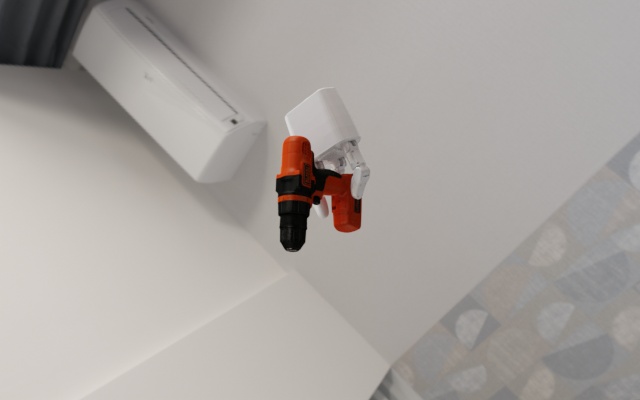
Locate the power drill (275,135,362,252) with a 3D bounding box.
[{"bbox_3d":[0.000,0.002,0.793,0.057,0.184,0.188,-6,-16,34],"label":"power drill"}]
